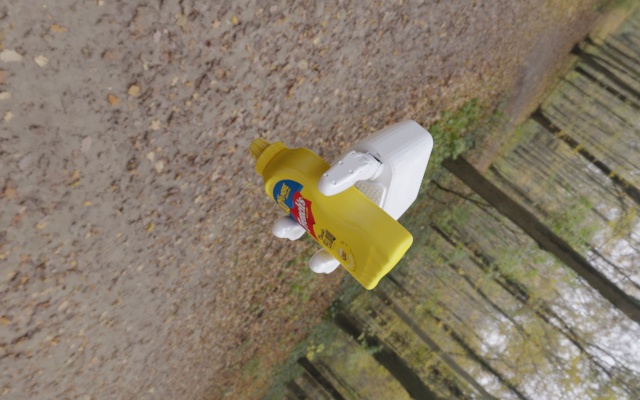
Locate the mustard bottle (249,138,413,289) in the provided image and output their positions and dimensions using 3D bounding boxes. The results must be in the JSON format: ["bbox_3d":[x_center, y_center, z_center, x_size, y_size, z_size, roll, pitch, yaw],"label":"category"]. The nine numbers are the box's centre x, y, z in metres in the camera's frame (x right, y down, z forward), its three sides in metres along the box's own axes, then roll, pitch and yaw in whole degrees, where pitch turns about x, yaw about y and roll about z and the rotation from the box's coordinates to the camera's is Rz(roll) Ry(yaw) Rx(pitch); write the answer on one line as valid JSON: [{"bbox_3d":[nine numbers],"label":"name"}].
[{"bbox_3d":[0.000,0.002,0.484,0.058,0.191,0.096,-42,-15,-23],"label":"mustard bottle"}]
